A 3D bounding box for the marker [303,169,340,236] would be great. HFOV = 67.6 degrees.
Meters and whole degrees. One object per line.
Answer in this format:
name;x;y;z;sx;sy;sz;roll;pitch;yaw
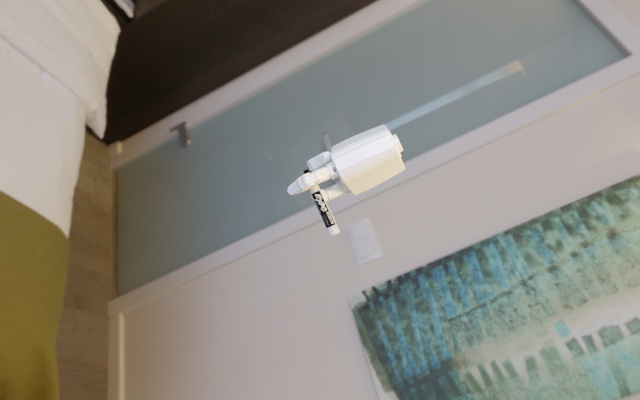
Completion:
marker;0.000;0.003;0.814;0.020;0.121;0.020;-24;-4;-2
